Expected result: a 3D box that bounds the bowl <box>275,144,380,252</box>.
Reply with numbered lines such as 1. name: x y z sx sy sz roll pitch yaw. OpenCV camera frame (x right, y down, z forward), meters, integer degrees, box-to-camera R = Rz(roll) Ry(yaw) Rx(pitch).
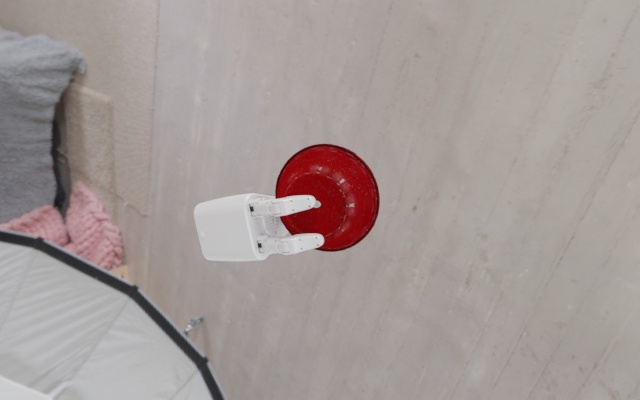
1. bowl: 0.001 0.002 0.677 0.162 0.162 0.055 0 11 18
